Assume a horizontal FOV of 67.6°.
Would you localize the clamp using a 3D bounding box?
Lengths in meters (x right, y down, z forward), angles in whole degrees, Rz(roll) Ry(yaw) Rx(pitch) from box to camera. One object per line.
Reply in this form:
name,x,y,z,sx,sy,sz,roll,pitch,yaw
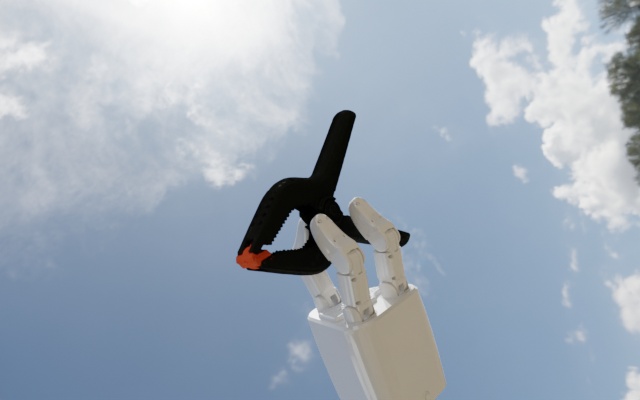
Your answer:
clamp,-0.001,0.002,0.472,0.210,0.164,0.036,-23,3,-42
